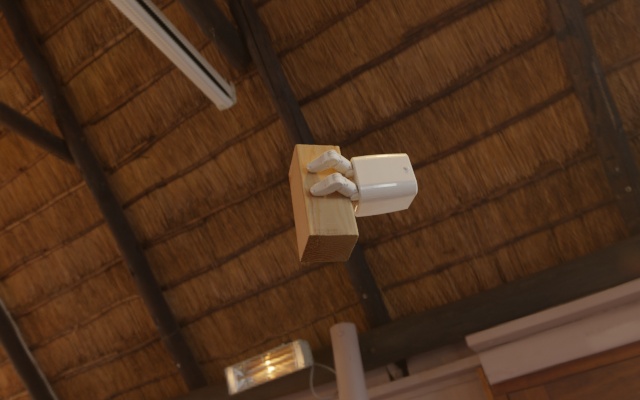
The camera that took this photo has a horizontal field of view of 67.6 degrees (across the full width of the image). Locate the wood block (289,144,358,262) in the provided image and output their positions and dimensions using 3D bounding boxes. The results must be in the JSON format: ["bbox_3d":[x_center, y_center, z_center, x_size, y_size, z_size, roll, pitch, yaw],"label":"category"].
[{"bbox_3d":[0.000,0.003,0.885,0.090,0.206,0.091,0,-38,-13],"label":"wood block"}]
